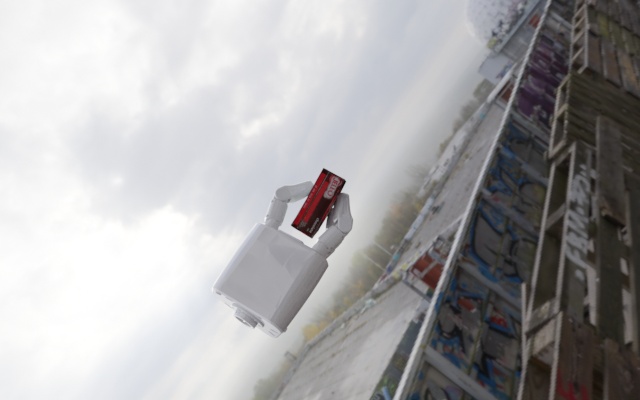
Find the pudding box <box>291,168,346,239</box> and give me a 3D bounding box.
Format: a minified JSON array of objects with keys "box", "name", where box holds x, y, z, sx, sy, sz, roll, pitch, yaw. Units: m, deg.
[{"box":[0.000,0.002,0.673,0.039,0.090,0.113,31,3,1],"name":"pudding box"}]
